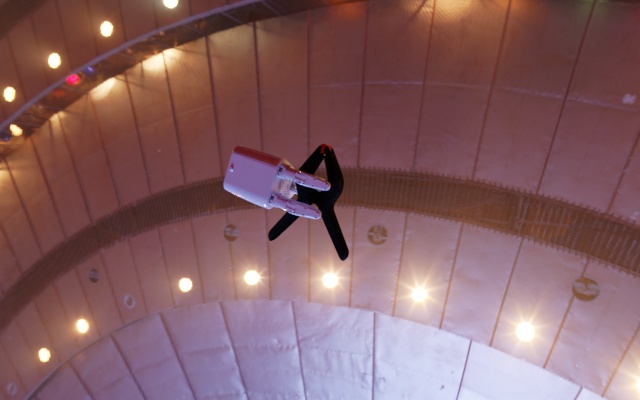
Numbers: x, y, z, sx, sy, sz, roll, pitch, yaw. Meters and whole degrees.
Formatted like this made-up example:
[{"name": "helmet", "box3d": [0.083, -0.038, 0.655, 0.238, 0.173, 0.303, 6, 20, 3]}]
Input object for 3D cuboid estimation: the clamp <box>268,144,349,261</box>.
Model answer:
[{"name": "clamp", "box3d": [0.000, 0.002, 0.887, 0.164, 0.210, 0.036, 20, 8, 20]}]
